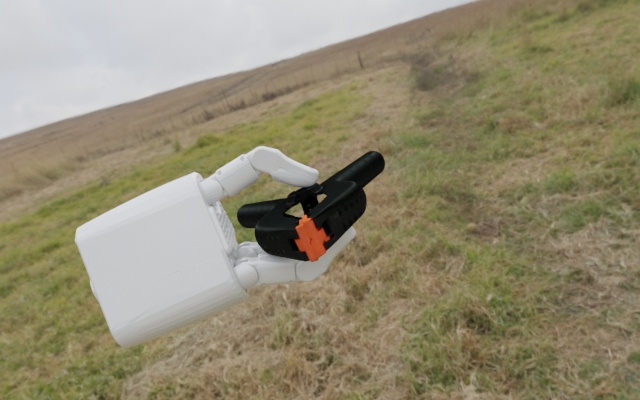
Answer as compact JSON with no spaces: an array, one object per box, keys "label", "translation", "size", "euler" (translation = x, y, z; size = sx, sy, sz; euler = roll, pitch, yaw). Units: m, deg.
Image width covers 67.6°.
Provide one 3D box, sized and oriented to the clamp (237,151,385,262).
[{"label":"clamp","translation":[0.000,0.001,0.417],"size":[0.164,0.036,0.210],"euler":[-25,11,-3]}]
